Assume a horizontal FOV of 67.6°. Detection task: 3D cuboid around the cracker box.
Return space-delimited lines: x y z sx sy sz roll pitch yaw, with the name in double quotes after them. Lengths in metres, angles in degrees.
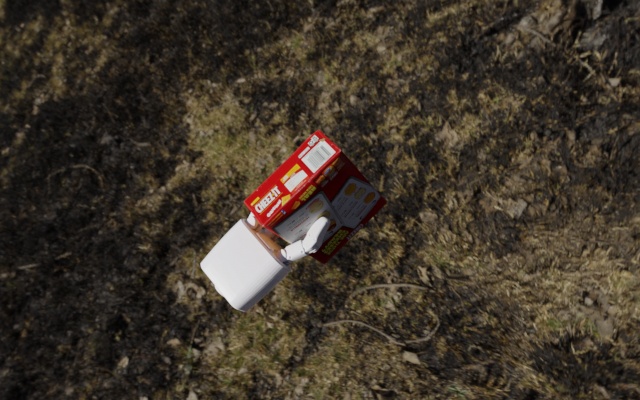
0.000 0.003 0.798 0.072 0.164 0.214 48 4 34 "cracker box"
